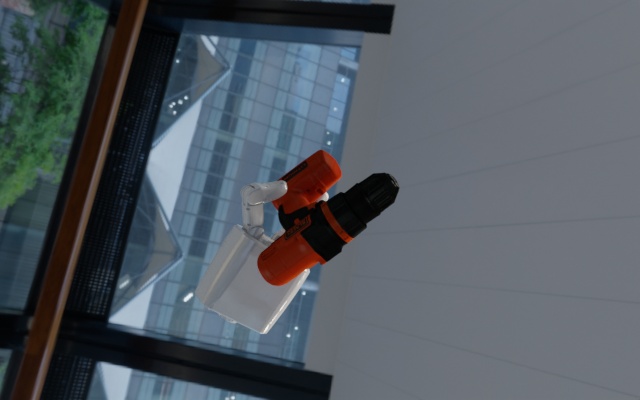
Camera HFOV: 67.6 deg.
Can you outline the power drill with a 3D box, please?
[{"bbox_3d":[0.000,0.002,0.592,0.184,0.057,0.187,-35,23,10],"label":"power drill"}]
